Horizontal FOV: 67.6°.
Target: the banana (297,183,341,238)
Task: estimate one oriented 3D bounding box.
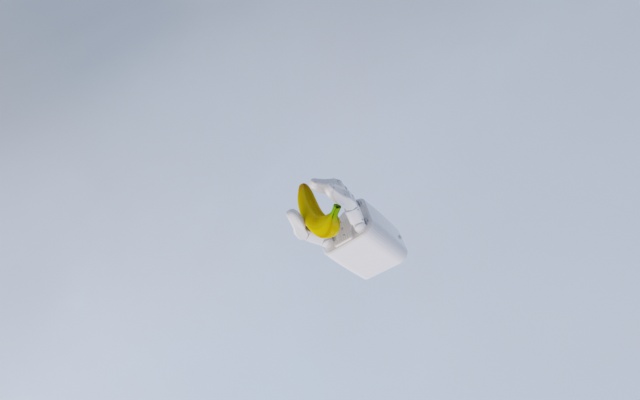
[{"bbox_3d":[-0.004,0.021,0.806,0.037,0.069,0.197,13,7,-22],"label":"banana"}]
